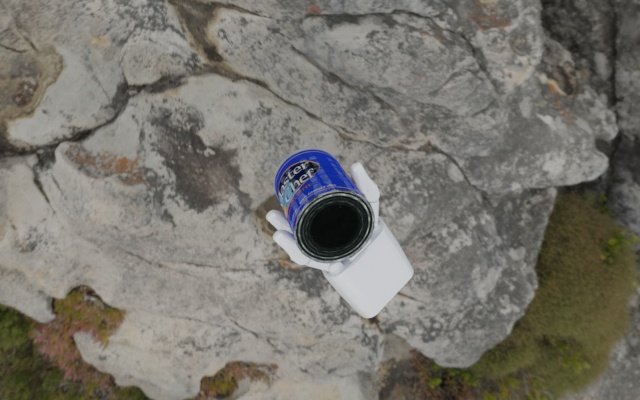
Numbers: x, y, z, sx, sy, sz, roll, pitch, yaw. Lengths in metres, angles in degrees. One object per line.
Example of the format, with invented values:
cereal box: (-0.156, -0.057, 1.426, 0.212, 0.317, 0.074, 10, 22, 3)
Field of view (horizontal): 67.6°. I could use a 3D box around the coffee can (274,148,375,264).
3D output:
coffee can: (0.000, 0.002, 0.635, 0.103, 0.103, 0.140, 0, 27, -17)
